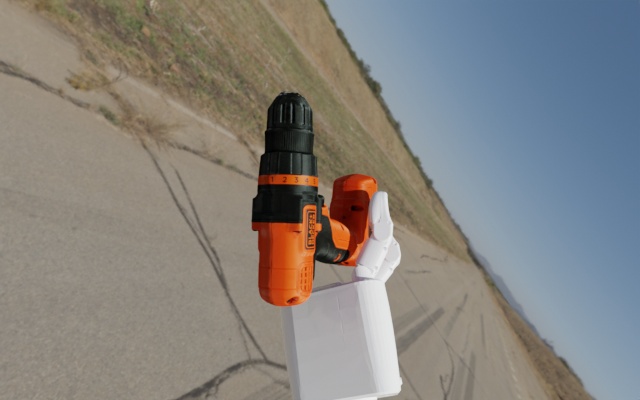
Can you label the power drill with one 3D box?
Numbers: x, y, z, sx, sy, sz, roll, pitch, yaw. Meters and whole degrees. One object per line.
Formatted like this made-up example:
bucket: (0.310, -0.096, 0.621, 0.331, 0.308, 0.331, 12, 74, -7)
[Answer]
power drill: (0.000, 0.002, 0.475, 0.057, 0.184, 0.187, 2, -2, 28)
